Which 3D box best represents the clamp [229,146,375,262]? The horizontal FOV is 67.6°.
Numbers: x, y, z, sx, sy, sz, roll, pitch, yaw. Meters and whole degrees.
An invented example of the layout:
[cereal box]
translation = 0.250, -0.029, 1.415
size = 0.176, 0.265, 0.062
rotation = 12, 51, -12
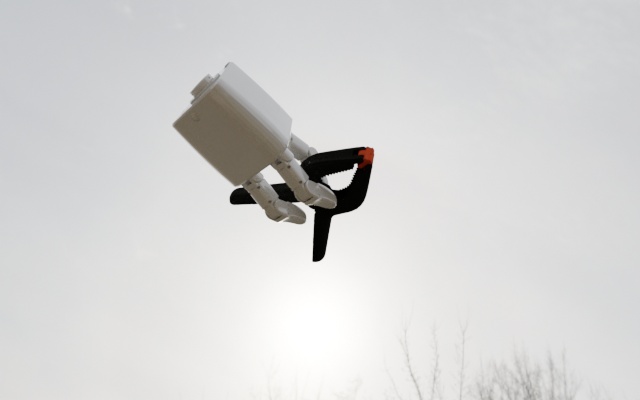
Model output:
[clamp]
translation = 0.000, 0.001, 0.631
size = 0.210, 0.036, 0.164
rotation = -30, -61, 35
